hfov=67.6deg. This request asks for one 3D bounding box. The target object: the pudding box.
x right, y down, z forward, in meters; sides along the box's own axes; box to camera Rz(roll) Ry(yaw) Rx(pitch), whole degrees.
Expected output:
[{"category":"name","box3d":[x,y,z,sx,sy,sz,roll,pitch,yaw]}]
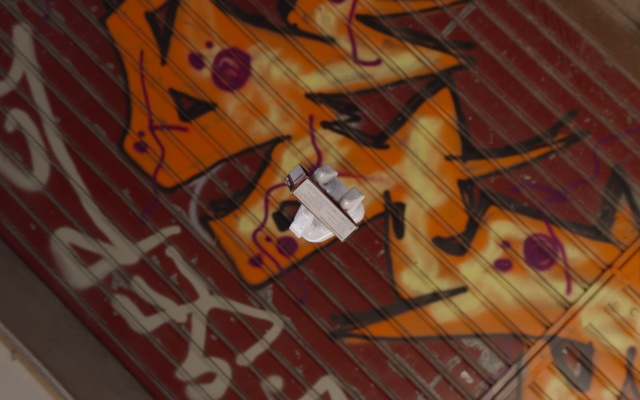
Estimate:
[{"category":"pudding box","box3d":[0.000,0.002,0.718,0.113,0.039,0.090,42,4,-18]}]
